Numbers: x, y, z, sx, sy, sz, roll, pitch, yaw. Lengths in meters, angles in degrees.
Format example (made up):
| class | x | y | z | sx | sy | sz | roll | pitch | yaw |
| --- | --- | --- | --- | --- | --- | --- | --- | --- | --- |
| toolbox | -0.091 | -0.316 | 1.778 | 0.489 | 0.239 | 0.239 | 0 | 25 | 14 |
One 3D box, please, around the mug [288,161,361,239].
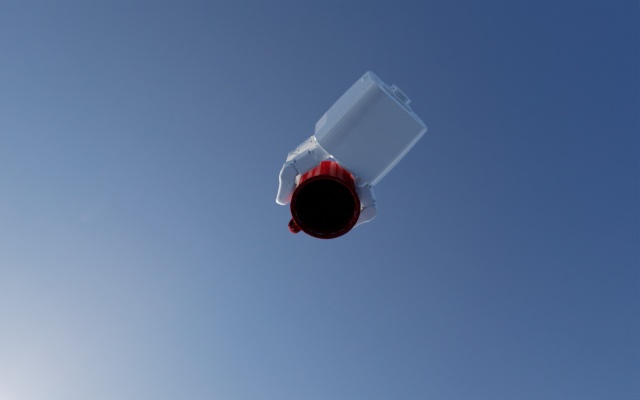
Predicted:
| class | x | y | z | sx | sy | sz | roll | pitch | yaw |
| --- | --- | --- | --- | --- | --- | --- | --- | --- | --- |
| mug | -0.001 | 0.003 | 0.666 | 0.093 | 0.117 | 0.081 | 42 | 19 | -14 |
